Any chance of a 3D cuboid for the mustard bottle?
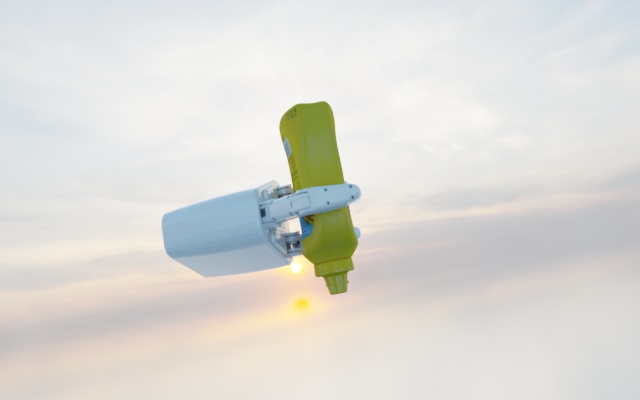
[{"bbox_3d":[0.000,0.001,0.498,0.058,0.191,0.096,-8,-10,-14],"label":"mustard bottle"}]
